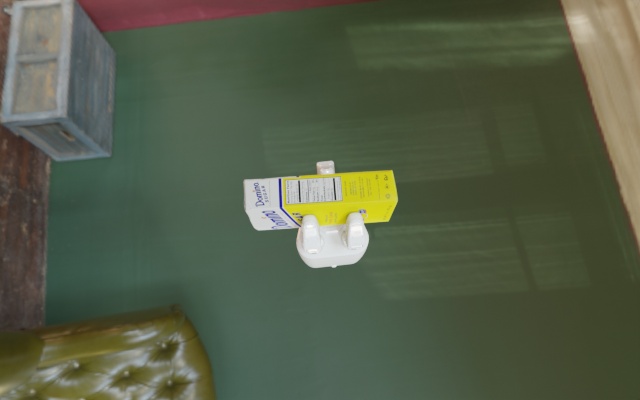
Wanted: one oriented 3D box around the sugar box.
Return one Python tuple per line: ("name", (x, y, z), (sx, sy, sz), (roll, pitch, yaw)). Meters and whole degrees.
("sugar box", (0.000, 0.002, 0.589), (0.176, 0.048, 0.093), (-7, -19, -1))
